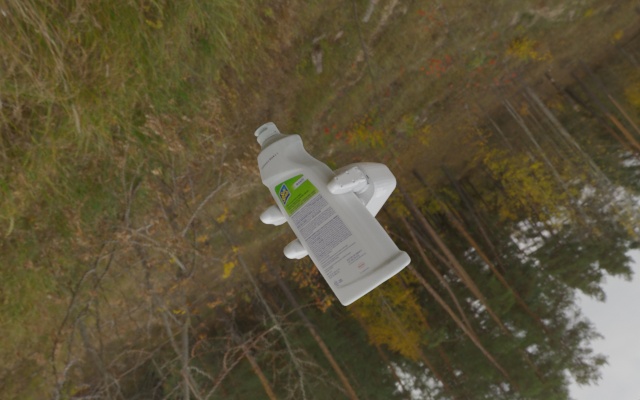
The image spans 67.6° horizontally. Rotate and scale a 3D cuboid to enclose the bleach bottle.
[{"bbox_3d":[0.000,0.002,0.608,0.102,0.251,0.068,-39,-11,26],"label":"bleach bottle"}]
